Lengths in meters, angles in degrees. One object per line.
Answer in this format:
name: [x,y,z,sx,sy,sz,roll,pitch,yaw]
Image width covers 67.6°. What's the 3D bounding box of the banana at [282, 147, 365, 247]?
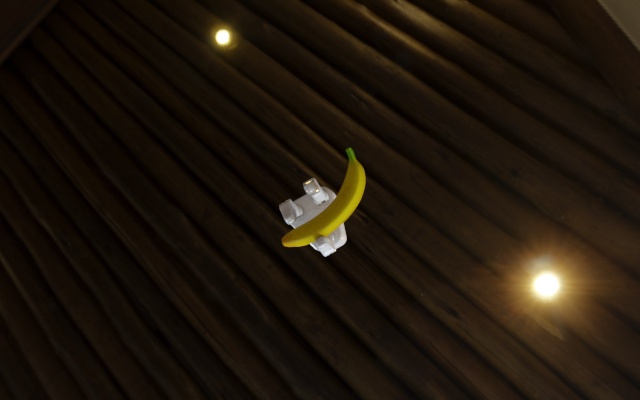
banana: [0.017,0.011,0.795,0.069,0.198,0.037,36,3,8]
